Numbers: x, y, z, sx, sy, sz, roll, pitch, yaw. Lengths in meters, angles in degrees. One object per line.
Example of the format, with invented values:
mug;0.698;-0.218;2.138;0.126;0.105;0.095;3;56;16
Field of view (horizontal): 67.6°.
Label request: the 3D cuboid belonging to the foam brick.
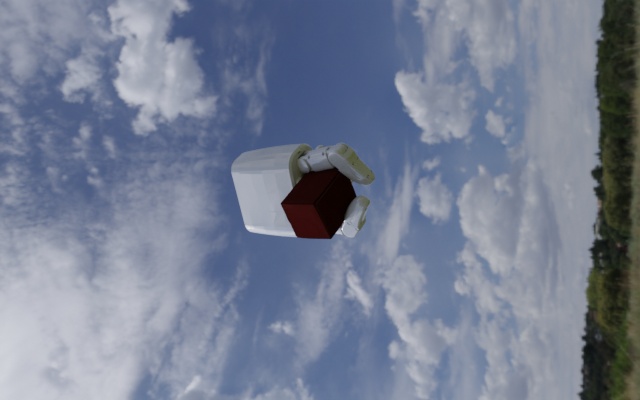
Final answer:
foam brick;0.000;0.002;0.563;0.051;0.053;0.078;-1;36;35
